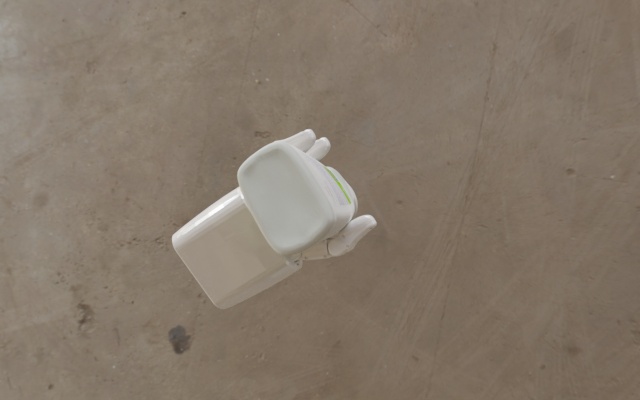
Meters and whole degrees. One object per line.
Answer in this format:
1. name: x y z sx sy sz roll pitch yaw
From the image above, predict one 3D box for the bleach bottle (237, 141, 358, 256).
1. bleach bottle: 0.000 0.002 0.534 0.068 0.102 0.251 -33 -11 12
